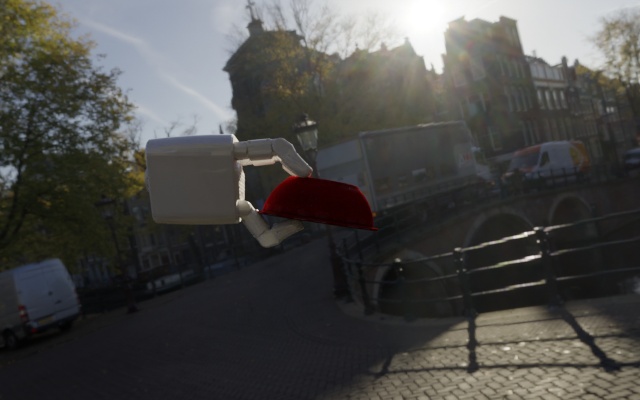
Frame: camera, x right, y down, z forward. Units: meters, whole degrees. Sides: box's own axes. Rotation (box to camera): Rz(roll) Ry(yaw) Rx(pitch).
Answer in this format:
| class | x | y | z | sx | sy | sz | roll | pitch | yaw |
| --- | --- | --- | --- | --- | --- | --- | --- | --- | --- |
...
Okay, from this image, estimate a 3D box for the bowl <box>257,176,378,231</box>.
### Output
| class | x | y | z | sx | sy | sz | roll | pitch | yaw |
| --- | --- | --- | --- | --- | --- | --- | --- | --- | --- |
| bowl | 0.001 | 0.002 | 0.630 | 0.162 | 0.055 | 0.162 | 9 | -2 | 0 |
